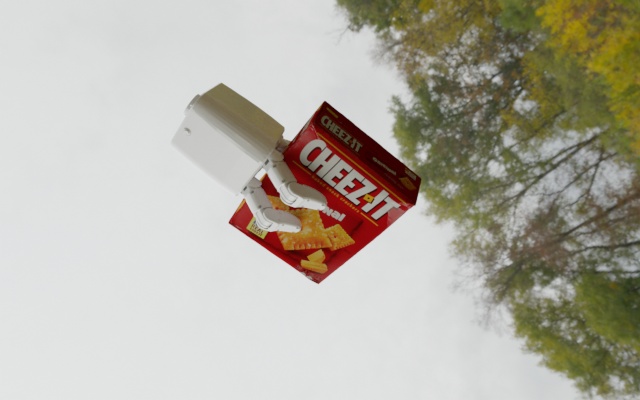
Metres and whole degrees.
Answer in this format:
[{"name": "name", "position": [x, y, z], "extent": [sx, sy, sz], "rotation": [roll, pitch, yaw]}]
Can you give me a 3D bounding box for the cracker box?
[{"name": "cracker box", "position": [0.000, 0.002, 0.641], "extent": [0.214, 0.164, 0.072], "rotation": [-45, 14, 37]}]
